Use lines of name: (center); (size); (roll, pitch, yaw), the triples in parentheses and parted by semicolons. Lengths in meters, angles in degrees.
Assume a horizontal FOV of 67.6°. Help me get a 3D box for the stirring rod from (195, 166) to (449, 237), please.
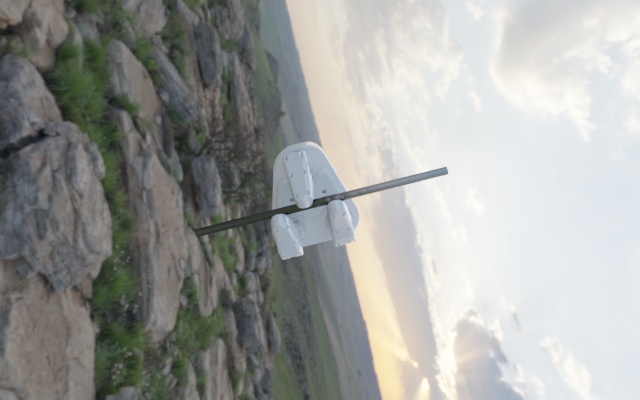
stirring rod: (0.000, 0.001, 0.444); (0.239, 0.011, 0.011); (-14, -1, 2)
